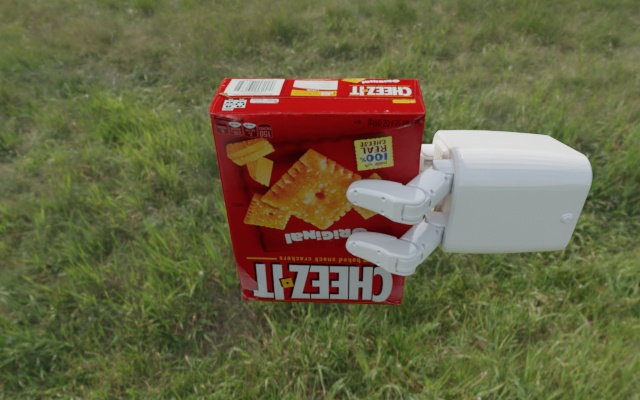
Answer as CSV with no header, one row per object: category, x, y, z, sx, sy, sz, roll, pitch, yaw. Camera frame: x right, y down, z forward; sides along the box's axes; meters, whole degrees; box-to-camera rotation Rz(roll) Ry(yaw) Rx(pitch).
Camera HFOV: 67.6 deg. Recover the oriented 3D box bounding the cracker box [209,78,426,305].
cracker box,0.000,0.001,0.433,0.164,0.214,0.072,1,37,4
